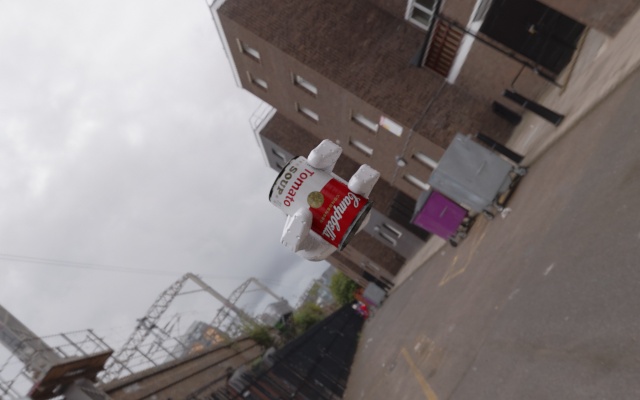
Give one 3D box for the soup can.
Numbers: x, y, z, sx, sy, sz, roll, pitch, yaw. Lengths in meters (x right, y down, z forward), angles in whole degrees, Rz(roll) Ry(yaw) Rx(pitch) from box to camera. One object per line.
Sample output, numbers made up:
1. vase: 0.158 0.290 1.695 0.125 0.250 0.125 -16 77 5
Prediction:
1. soup can: 0.000 0.002 0.549 0.102 0.068 0.068 34 7 11
